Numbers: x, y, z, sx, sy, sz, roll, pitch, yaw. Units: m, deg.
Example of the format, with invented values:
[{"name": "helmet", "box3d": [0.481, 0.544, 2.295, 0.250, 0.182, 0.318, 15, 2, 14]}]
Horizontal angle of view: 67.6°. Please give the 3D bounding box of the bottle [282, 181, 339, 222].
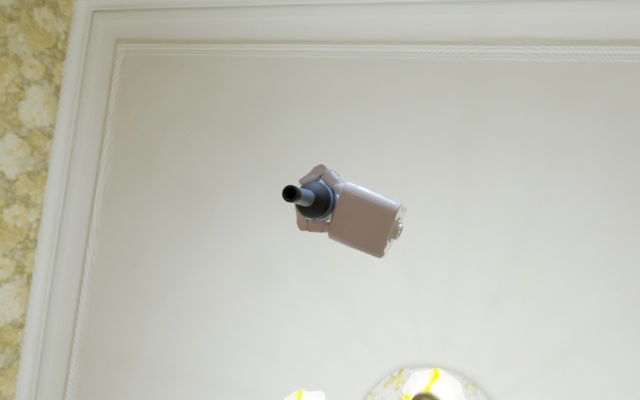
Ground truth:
[{"name": "bottle", "box3d": [0.000, 0.003, 0.859, 0.069, 0.069, 0.296, 0, -5, 18]}]
